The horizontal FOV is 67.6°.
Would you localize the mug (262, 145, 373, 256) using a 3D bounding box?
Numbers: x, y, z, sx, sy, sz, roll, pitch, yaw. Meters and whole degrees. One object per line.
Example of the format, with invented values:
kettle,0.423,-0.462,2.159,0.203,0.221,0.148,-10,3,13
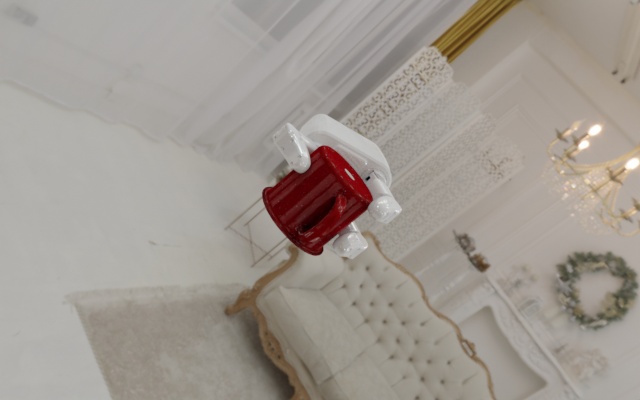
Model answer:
mug,0.000,0.002,0.486,0.081,0.093,0.117,-40,17,15
